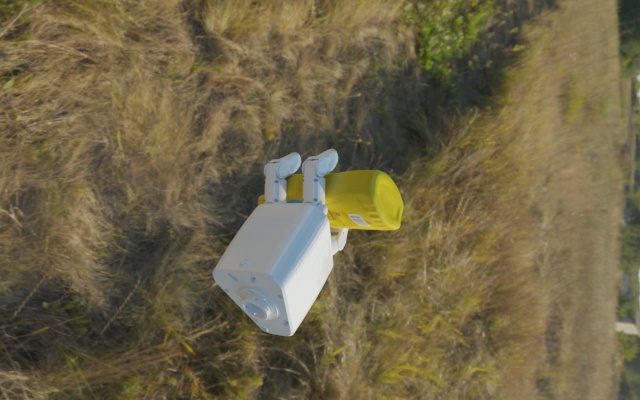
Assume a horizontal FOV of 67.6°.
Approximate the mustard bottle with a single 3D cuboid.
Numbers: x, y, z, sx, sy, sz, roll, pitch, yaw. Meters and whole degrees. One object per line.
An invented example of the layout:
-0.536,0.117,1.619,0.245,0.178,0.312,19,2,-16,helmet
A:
0.000,0.002,0.604,0.191,0.058,0.096,-1,-26,32,mustard bottle
